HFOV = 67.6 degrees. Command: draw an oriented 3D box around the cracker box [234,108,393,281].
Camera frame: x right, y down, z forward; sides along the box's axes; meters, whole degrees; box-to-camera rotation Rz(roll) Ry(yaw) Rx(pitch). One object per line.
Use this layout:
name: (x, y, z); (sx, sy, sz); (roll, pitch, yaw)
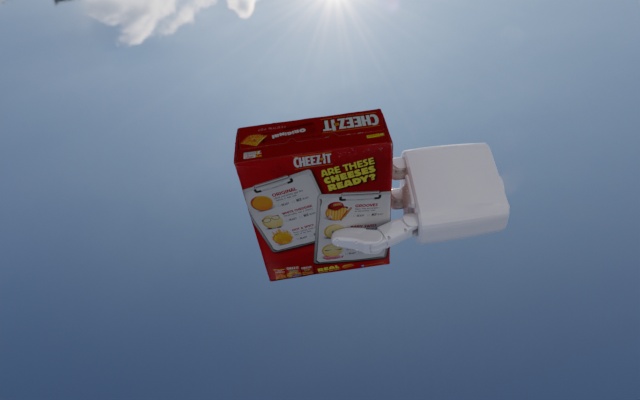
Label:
cracker box: (0.000, 0.002, 0.577); (0.164, 0.072, 0.214); (-8, -44, 0)
